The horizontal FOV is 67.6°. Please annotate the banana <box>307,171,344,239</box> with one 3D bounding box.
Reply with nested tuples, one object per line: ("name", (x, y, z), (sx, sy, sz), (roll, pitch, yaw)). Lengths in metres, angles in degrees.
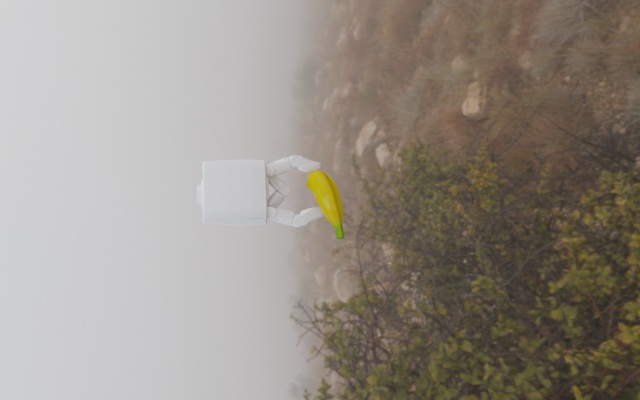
("banana", (0.003, -0.012, 0.806), (0.037, 0.070, 0.197), (0, 27, -13))
